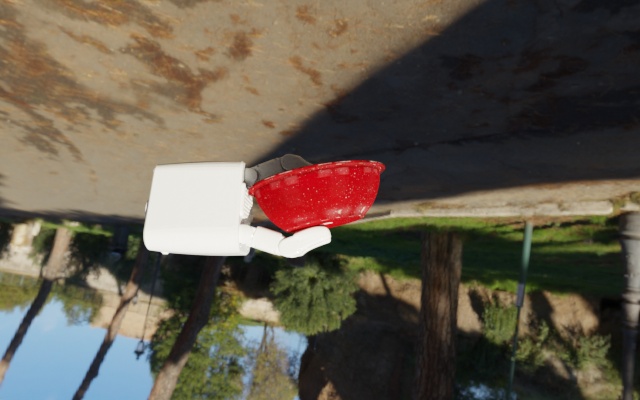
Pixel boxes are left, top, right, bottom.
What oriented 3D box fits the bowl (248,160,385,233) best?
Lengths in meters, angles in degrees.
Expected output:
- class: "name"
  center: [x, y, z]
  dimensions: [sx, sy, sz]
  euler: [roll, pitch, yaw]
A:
- class: "bowl"
  center: [0.001, 0.002, 0.552]
  dimensions: [0.162, 0.055, 0.162]
  euler: [-11, -9, -2]
